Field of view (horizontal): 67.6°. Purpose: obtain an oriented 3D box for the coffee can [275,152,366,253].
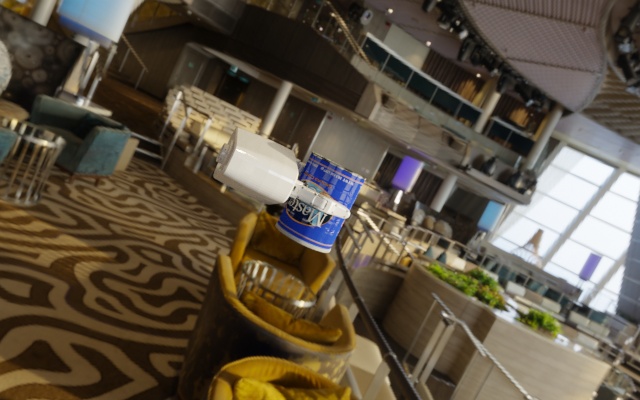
[{"bbox_3d":[0.000,0.003,0.804,0.103,0.140,0.103,26,6,-3],"label":"coffee can"}]
